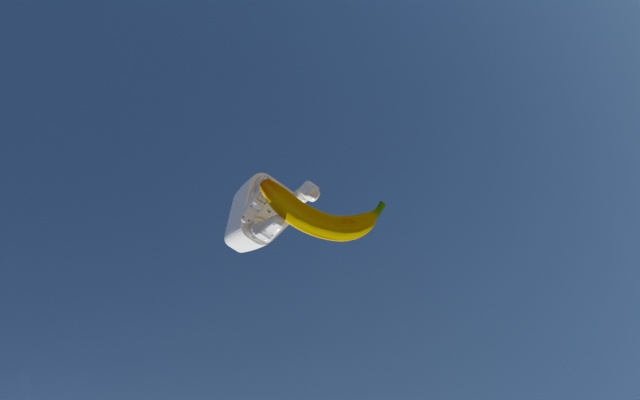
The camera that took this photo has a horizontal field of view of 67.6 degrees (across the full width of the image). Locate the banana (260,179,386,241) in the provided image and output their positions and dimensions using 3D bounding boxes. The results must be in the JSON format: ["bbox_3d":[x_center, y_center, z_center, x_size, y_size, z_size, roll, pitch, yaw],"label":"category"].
[{"bbox_3d":[0.002,0.021,0.690,0.198,0.069,0.037,11,-17,-24],"label":"banana"}]
